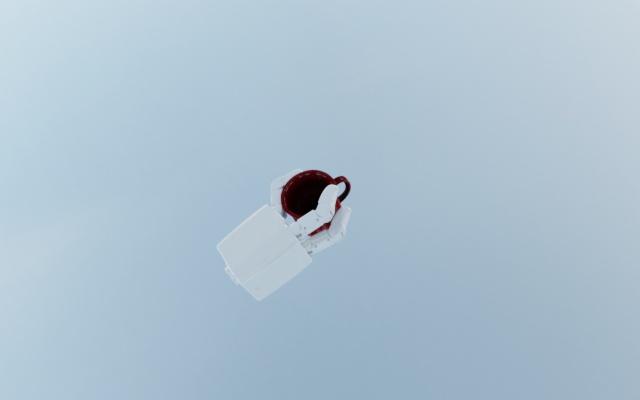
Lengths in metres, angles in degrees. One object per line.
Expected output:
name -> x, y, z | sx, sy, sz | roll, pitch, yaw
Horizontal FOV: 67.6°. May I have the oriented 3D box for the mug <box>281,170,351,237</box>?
mug -> 0.001, 0.002, 0.792 | 0.117, 0.093, 0.081 | -36, -35, -7
